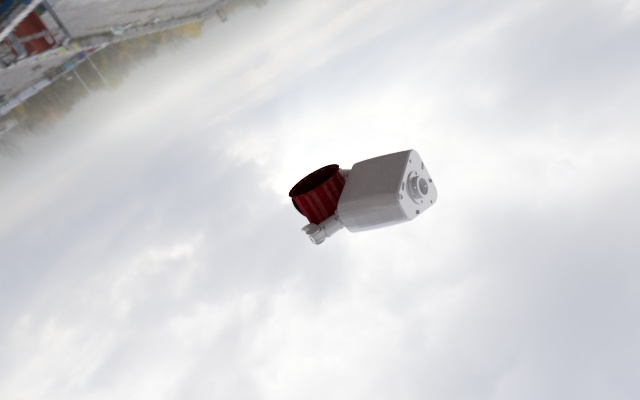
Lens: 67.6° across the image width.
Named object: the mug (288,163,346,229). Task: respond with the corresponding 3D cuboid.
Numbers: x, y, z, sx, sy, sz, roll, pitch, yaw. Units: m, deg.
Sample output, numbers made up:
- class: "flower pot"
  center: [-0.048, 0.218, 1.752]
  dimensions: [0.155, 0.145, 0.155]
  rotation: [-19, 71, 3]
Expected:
- class: "mug"
  center: [-0.001, 0.003, 0.761]
  dimensions: [0.117, 0.081, 0.093]
  rotation: [-13, 26, 43]
